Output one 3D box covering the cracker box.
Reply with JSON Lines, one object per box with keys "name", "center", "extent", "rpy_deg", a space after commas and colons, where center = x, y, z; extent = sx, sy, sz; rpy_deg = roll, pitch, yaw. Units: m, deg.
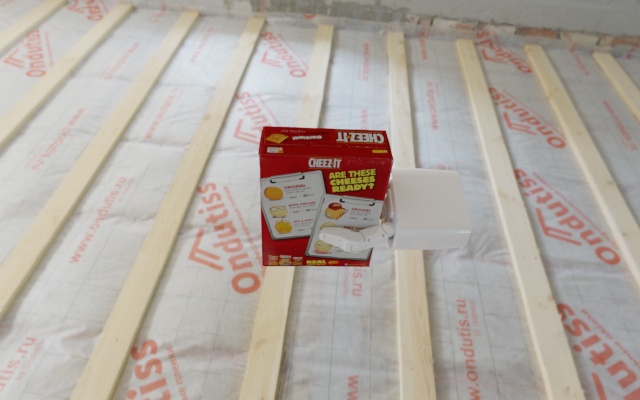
{"name": "cracker box", "center": [0.000, 0.002, 0.662], "extent": [0.164, 0.214, 0.072], "rpy_deg": [1, 44, -4]}
